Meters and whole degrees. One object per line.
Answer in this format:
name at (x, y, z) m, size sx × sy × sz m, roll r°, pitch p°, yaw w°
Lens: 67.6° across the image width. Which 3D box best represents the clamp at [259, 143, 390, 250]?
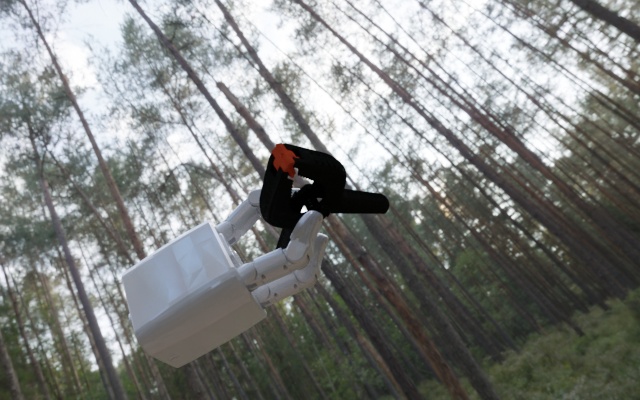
clamp at (-0.001, 0.001, 0.506) m, size 0.164 × 0.036 × 0.210 m, roll -30°, pitch -30°, yaw -9°
